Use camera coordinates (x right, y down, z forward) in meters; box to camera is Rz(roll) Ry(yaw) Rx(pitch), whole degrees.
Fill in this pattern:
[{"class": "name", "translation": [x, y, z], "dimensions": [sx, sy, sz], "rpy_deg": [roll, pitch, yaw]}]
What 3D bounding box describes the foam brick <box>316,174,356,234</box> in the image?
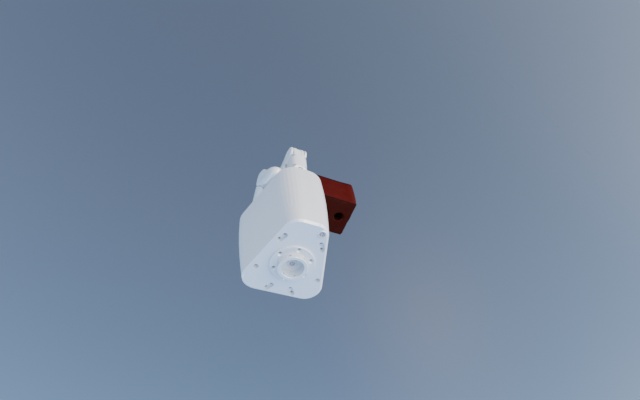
[{"class": "foam brick", "translation": [0.000, 0.002, 0.626], "dimensions": [0.078, 0.053, 0.051], "rpy_deg": [16, 29, -18]}]
